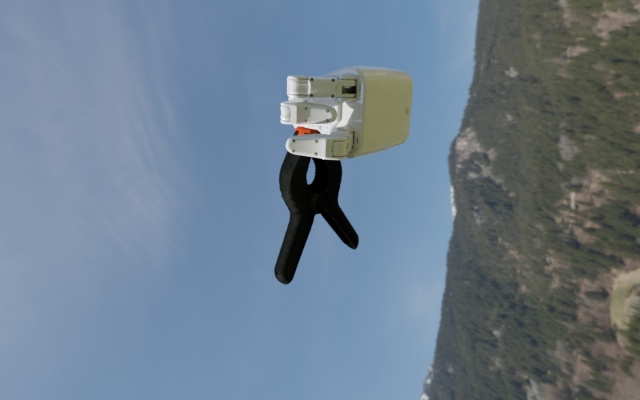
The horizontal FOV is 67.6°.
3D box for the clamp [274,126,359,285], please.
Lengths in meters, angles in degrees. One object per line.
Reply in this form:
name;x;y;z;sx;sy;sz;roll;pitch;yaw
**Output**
clamp;0.000;0.001;0.536;0.039;0.171;0.120;20;24;39
